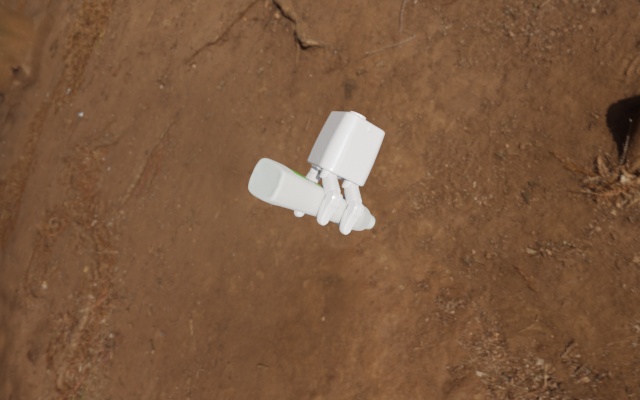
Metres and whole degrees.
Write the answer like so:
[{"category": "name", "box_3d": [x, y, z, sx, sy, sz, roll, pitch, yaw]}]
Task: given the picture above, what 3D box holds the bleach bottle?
[{"category": "bleach bottle", "box_3d": [0.000, 0.003, 0.861, 0.251, 0.068, 0.102, 22, 3, -38]}]
